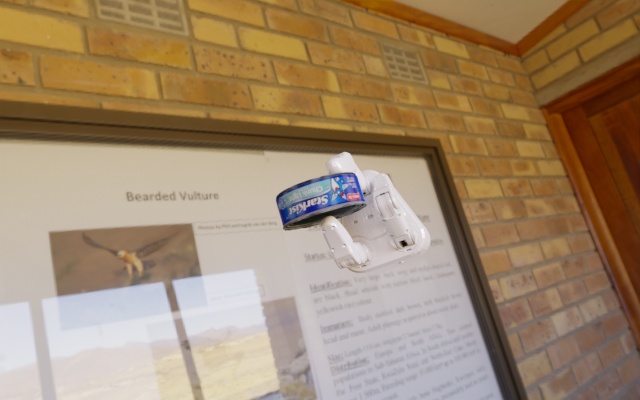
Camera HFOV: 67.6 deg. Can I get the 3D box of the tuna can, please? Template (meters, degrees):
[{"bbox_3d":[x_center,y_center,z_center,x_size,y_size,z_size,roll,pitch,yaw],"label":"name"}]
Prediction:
[{"bbox_3d":[0.000,0.001,0.470,0.086,0.033,0.086,-16,-9,-3],"label":"tuna can"}]
